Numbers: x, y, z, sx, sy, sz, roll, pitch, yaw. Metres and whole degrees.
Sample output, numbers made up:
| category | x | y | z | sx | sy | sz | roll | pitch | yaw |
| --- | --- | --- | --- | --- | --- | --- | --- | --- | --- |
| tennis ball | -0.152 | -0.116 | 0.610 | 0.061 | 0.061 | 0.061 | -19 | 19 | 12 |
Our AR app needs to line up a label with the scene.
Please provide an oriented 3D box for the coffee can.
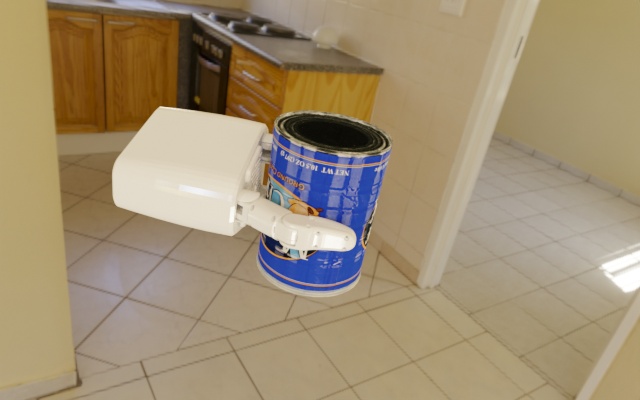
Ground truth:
| category | x | y | z | sx | sy | sz | roll | pitch | yaw |
| --- | --- | --- | --- | --- | --- | --- | --- | --- | --- |
| coffee can | 0.000 | 0.002 | 0.436 | 0.103 | 0.140 | 0.102 | 9 | 27 | -4 |
